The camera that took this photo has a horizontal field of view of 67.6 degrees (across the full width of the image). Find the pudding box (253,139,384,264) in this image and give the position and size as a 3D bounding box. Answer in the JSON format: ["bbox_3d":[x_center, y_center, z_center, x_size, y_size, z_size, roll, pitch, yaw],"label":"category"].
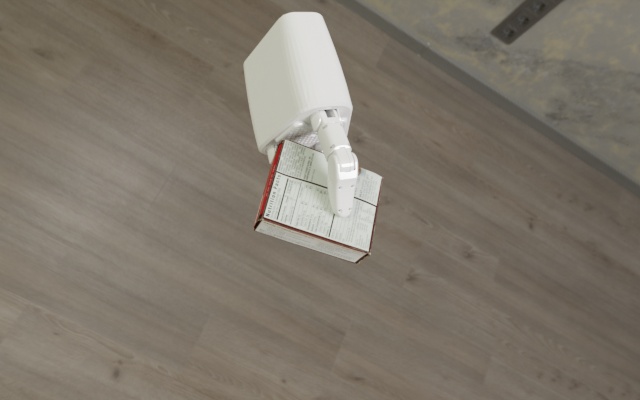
[{"bbox_3d":[0.000,0.001,0.466,0.113,0.090,0.039,19,-25,-11],"label":"pudding box"}]
